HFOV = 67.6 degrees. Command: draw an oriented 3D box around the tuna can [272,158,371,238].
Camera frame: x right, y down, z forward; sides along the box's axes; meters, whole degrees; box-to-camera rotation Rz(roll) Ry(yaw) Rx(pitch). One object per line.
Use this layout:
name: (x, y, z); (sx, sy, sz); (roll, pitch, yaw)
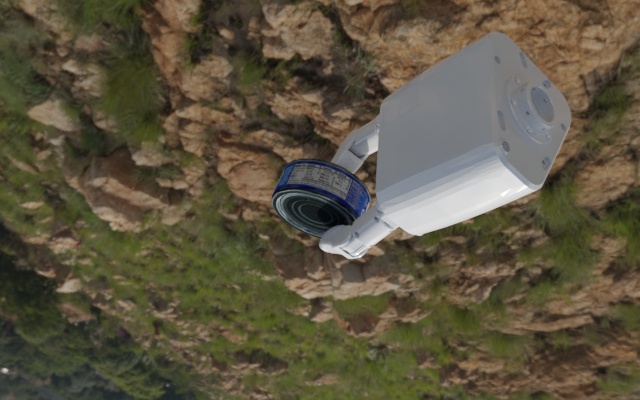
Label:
tuna can: (0.000, 0.002, 0.431); (0.086, 0.033, 0.086); (16, -29, 9)
